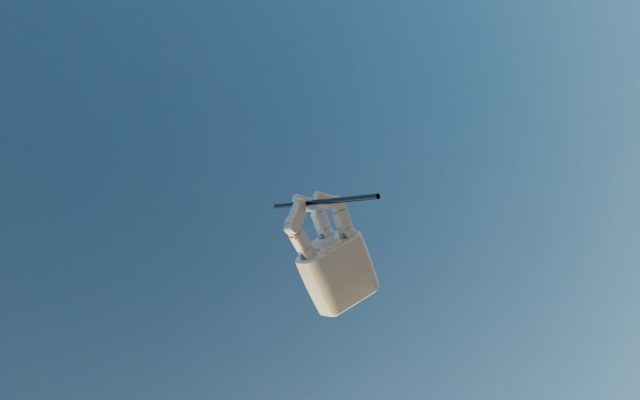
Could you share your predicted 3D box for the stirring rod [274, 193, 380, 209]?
[{"bbox_3d":[0.000,0.002,0.733,0.011,0.011,0.239,0,-4,-40],"label":"stirring rod"}]
